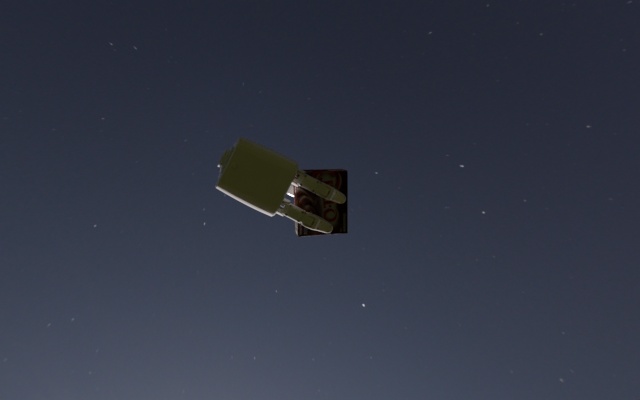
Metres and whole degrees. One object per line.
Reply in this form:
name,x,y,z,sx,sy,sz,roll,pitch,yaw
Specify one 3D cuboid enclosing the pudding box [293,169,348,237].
pudding box,0.000,0.003,0.825,0.090,0.113,0.039,-3,11,-13
